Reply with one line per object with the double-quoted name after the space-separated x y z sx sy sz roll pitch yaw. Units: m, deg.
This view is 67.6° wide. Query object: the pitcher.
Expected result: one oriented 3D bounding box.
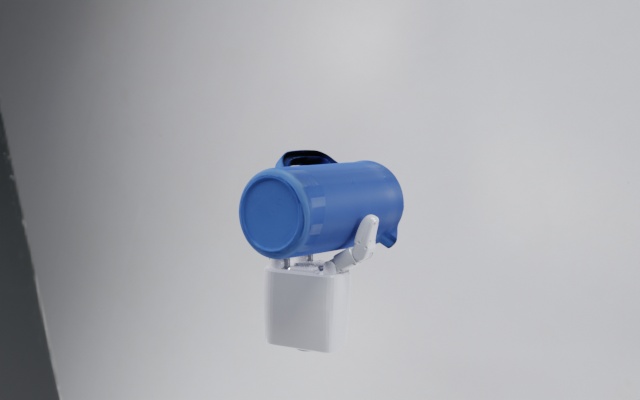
0.000 0.002 0.654 0.149 0.145 0.243 5 6 33 "pitcher"
